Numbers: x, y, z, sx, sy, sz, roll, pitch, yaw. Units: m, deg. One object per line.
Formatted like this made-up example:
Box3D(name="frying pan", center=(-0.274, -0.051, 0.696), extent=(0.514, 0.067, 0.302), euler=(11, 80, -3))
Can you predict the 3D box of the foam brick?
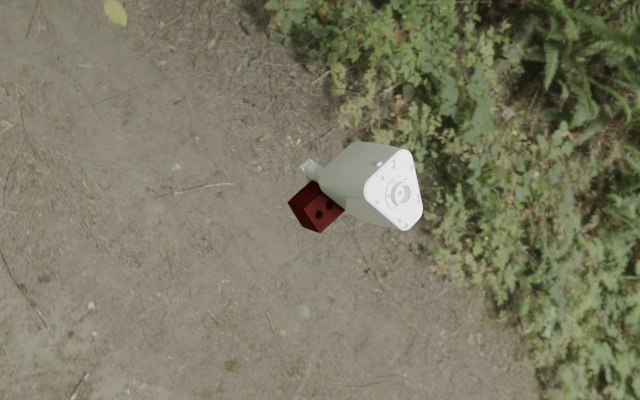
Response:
Box3D(name="foam brick", center=(0.000, 0.003, 0.727), extent=(0.078, 0.053, 0.051), euler=(-43, 31, -18))
